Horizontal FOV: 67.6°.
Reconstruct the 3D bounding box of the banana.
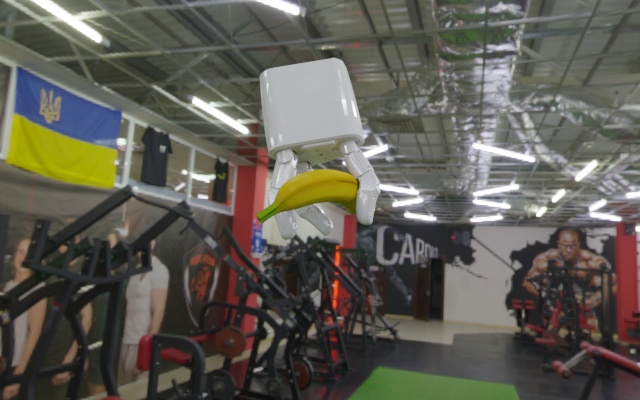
[{"bbox_3d":[0.011,-0.007,0.561,0.070,0.037,0.198,-36,-21,32],"label":"banana"}]
